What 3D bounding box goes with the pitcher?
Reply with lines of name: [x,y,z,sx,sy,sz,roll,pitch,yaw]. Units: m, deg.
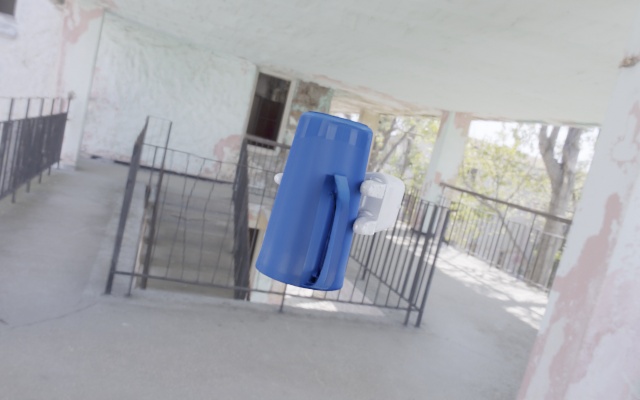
pitcher: [0.000,0.002,0.685,0.149,0.243,0.145,17,7,26]
